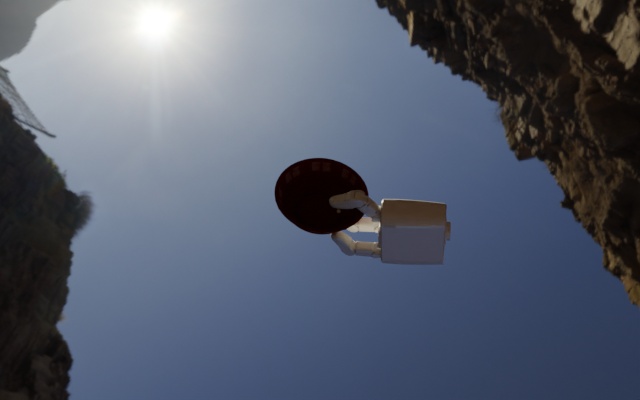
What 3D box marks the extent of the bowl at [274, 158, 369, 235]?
[{"bbox_3d":[-0.001,0.002,0.830,0.162,0.162,0.055,0,-37,-7],"label":"bowl"}]
